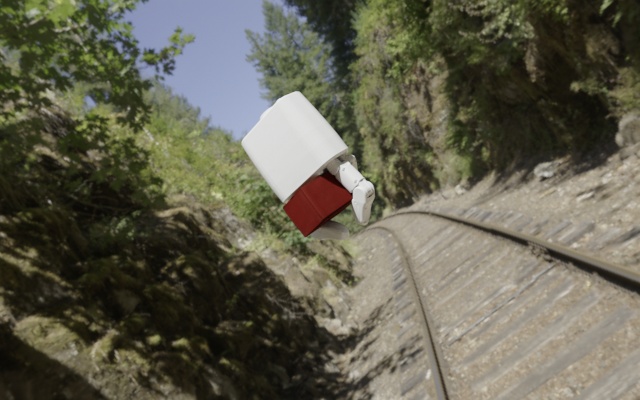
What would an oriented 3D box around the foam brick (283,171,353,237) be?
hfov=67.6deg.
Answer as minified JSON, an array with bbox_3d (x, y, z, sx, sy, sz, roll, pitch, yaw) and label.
[{"bbox_3d":[0.000,0.002,0.625,0.078,0.051,0.053,-34,-6,-43],"label":"foam brick"}]
